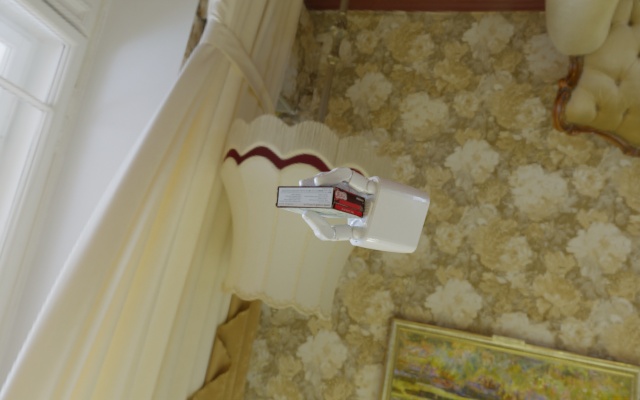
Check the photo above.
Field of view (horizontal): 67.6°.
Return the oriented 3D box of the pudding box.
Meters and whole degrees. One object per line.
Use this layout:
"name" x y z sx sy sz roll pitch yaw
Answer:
"pudding box" 0.000 0.003 0.752 0.113 0.039 0.090 -1 -12 35
